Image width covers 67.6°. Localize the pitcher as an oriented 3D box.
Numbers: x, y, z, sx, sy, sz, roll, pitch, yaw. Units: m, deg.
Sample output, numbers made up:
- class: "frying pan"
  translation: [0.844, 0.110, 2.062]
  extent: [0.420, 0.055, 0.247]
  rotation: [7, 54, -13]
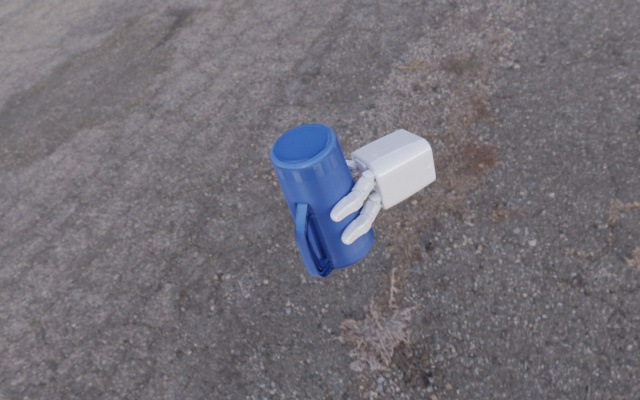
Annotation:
- class: "pitcher"
  translation: [0.000, 0.003, 0.803]
  extent: [0.145, 0.243, 0.149]
  rotation: [-27, 42, -6]
